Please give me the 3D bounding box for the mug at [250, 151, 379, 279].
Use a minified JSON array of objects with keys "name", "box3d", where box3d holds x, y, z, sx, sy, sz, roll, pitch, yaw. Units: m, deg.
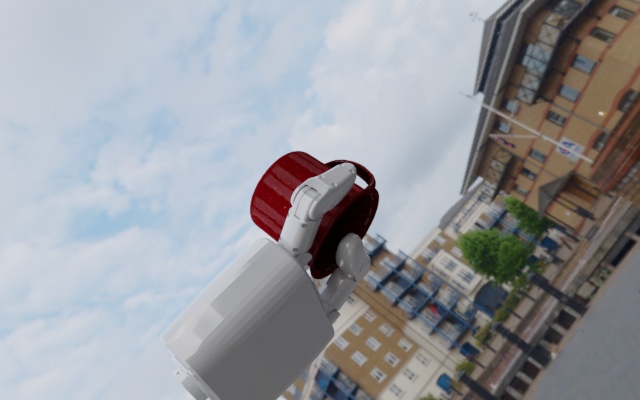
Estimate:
[{"name":"mug","box3d":[0.001,0.000,0.429,0.081,0.117,0.093,34,-30,23]}]
